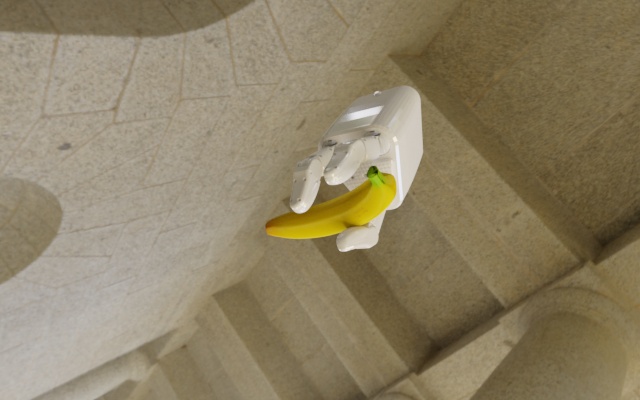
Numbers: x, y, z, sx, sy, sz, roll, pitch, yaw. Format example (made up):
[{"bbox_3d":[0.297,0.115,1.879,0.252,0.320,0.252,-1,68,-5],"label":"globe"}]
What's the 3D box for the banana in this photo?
[{"bbox_3d":[0.017,0.008,0.509,0.070,0.037,0.198,25,-33,-27],"label":"banana"}]
